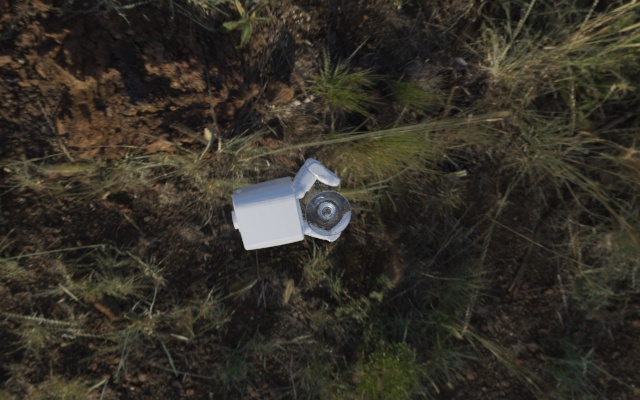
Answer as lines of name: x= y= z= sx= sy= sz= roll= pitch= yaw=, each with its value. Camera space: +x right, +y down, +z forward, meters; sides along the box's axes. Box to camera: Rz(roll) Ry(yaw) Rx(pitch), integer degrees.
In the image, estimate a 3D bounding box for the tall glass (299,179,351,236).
tall glass: x=0.000 y=0.003 z=0.858 sx=0.079 sy=0.079 sz=0.201 roll=0 pitch=11 yaw=-7
